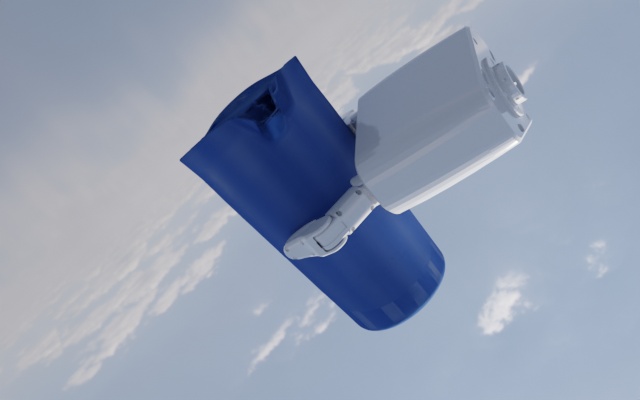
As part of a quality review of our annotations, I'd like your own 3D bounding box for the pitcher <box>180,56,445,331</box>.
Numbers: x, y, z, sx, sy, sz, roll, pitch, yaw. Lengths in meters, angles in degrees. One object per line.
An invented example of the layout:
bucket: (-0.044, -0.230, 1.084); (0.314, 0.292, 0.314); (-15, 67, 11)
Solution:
pitcher: (0.000, 0.001, 0.448); (0.145, 0.243, 0.149); (-32, 17, 33)
